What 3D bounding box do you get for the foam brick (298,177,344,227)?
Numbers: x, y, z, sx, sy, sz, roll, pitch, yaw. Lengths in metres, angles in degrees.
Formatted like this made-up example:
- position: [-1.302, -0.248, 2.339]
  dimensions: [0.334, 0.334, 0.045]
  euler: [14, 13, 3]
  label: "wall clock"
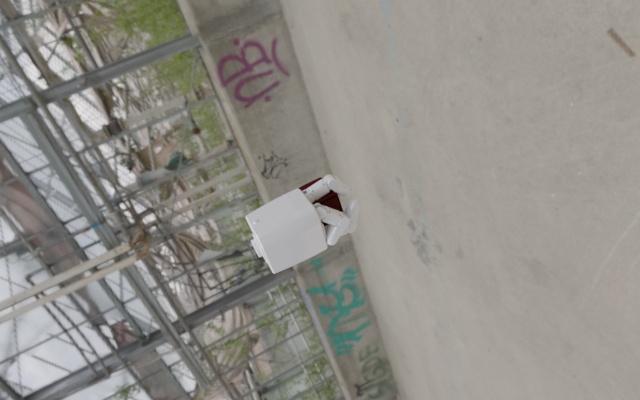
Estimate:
- position: [0.000, 0.003, 0.869]
  dimensions: [0.051, 0.053, 0.078]
  euler: [-27, 34, -10]
  label: "foam brick"
